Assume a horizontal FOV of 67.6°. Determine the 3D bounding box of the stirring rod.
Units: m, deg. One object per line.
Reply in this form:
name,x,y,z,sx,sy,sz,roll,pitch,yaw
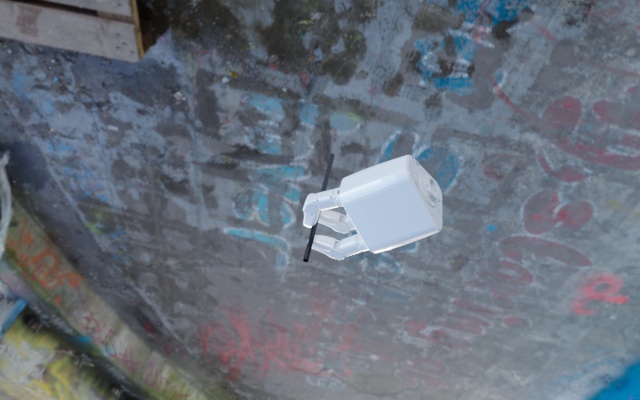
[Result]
stirring rod,0.000,0.002,0.762,0.011,0.011,0.239,0,44,14
